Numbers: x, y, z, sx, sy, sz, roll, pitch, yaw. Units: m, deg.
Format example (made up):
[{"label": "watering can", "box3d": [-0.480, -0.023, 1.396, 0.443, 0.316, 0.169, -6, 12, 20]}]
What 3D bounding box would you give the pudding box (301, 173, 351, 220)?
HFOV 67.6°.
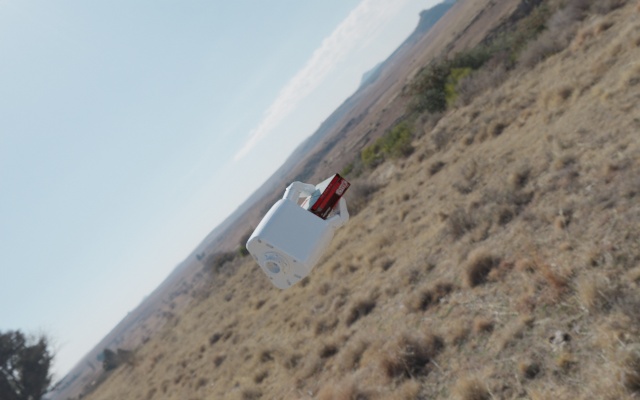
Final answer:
[{"label": "pudding box", "box3d": [0.000, 0.003, 0.891, 0.039, 0.090, 0.113, 42, -21, -10]}]
